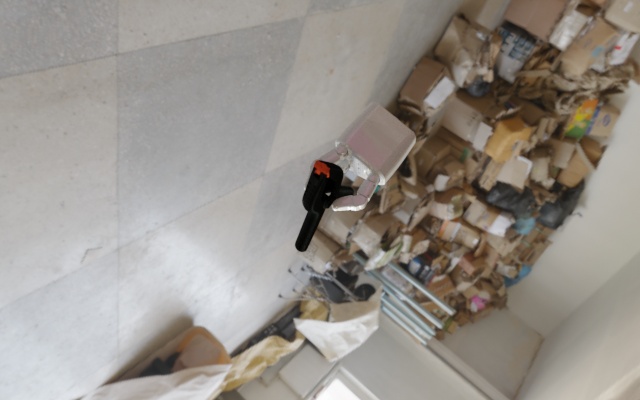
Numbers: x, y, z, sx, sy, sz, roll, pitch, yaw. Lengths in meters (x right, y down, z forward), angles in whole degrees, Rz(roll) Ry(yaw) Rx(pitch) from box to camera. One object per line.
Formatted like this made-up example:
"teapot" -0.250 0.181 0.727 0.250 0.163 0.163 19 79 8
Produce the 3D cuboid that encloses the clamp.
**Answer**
"clamp" 0.001 0.003 0.839 0.036 0.164 0.210 34 -15 18
